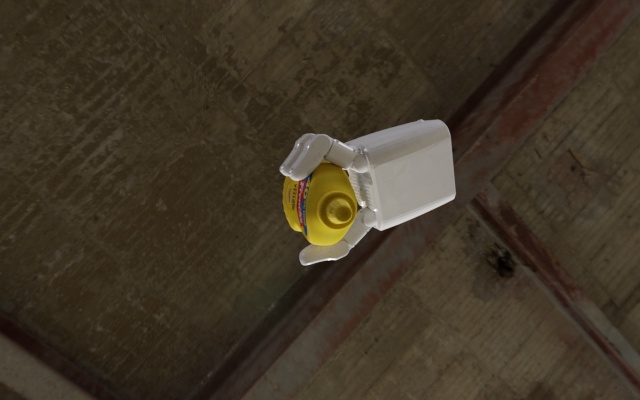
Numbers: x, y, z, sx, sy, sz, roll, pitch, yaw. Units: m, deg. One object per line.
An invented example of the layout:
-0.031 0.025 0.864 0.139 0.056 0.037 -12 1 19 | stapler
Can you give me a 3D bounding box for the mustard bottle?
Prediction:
0.000 0.002 0.565 0.058 0.096 0.191 5 6 -16 | mustard bottle
